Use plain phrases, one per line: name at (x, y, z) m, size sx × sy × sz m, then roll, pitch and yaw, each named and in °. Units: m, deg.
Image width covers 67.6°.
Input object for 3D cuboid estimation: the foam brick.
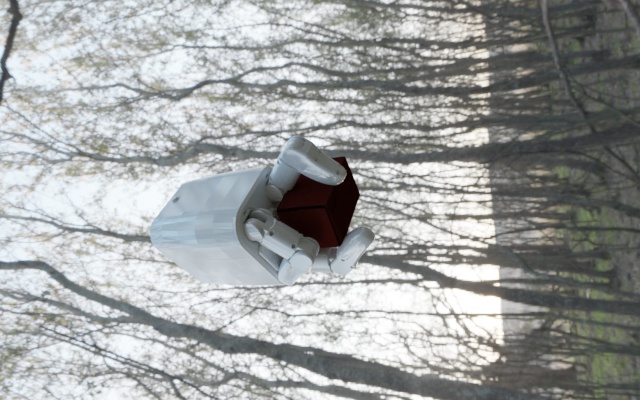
foam brick at (0.000, 0.001, 0.464) m, size 0.051 × 0.053 × 0.078 m, roll -6°, pitch 37°, yaw 25°
